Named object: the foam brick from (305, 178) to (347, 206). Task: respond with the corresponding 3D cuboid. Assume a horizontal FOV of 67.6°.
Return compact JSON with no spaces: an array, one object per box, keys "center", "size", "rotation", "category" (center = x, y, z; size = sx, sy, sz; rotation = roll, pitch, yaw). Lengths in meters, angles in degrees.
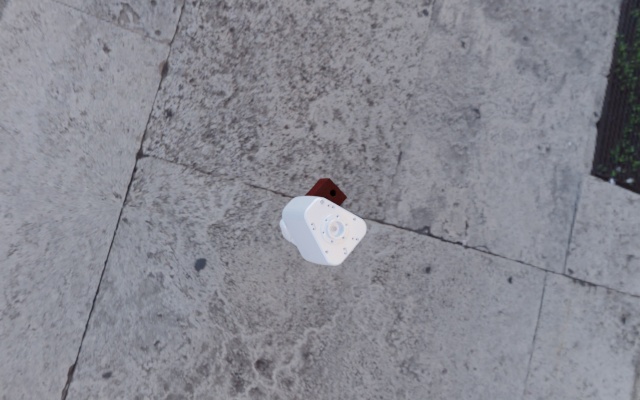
[{"center":[0.000,0.003,0.887],"size":[0.053,0.078,0.051],"rotation":[46,-16,-15],"category":"foam brick"}]
